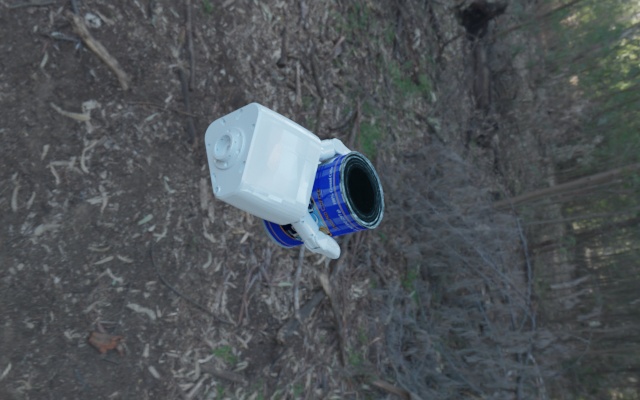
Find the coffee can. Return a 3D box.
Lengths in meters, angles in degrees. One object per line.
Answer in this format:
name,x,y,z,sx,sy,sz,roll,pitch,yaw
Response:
coffee can,0.000,0.002,0.649,0.140,0.103,0.103,-16,-9,34
